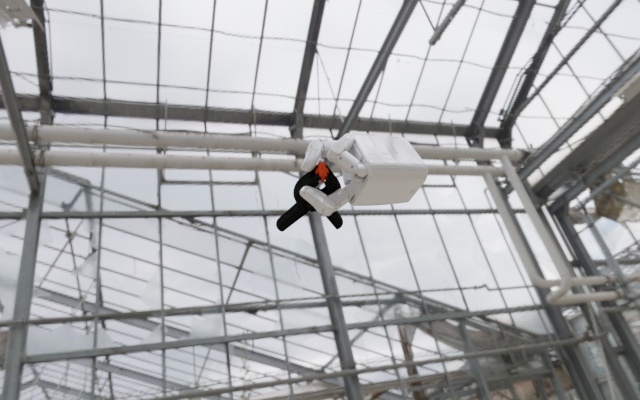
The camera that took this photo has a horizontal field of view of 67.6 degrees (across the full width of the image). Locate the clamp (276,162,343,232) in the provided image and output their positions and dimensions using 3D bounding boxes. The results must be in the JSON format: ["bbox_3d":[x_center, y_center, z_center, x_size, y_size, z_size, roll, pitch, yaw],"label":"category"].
[{"bbox_3d":[0.000,0.002,0.806,0.120,0.039,0.172,-1,-33,-22],"label":"clamp"}]
